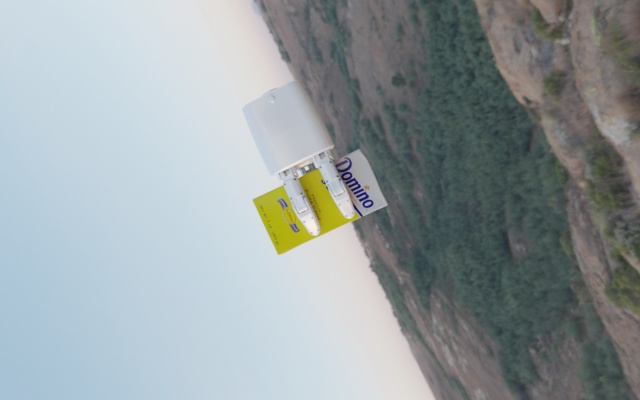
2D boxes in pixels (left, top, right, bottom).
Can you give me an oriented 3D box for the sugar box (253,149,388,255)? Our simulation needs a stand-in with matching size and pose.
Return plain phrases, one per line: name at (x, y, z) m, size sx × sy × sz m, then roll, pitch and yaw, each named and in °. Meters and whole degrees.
sugar box at (0.000, 0.002, 0.703) m, size 0.176 × 0.093 × 0.048 m, roll -26°, pitch -2°, yaw 4°
